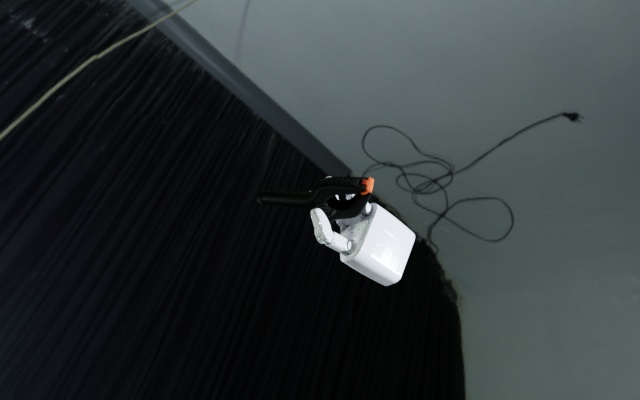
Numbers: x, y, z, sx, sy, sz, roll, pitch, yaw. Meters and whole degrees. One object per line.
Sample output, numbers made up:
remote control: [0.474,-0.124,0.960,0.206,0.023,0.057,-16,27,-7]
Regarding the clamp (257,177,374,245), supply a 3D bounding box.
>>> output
clamp: [0.000,0.003,0.819,0.164,0.036,0.210,33,-40,-24]
